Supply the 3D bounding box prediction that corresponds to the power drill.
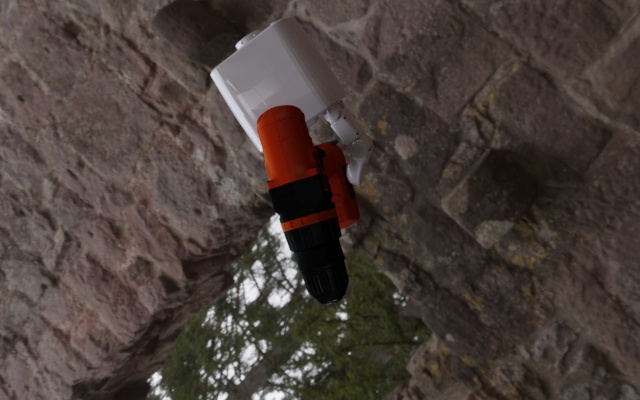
[{"bbox_3d":[0.000,0.001,0.499,0.057,0.184,0.187,-15,-1,10],"label":"power drill"}]
